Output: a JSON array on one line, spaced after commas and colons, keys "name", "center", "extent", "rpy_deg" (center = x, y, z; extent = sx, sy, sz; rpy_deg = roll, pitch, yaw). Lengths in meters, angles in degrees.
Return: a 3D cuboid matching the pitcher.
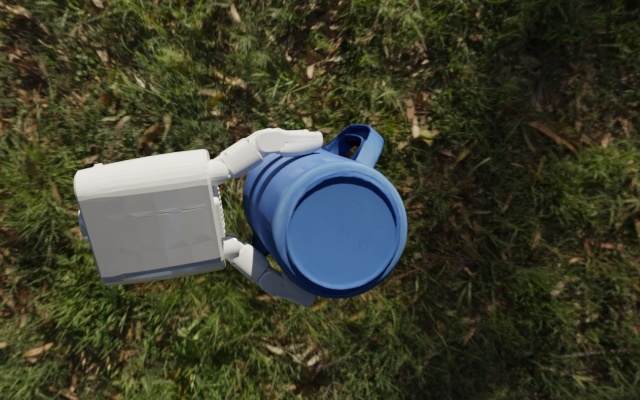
[{"name": "pitcher", "center": [0.000, 0.002, 0.473], "extent": [0.145, 0.149, 0.243], "rpy_deg": [-6, 8, -11]}]
